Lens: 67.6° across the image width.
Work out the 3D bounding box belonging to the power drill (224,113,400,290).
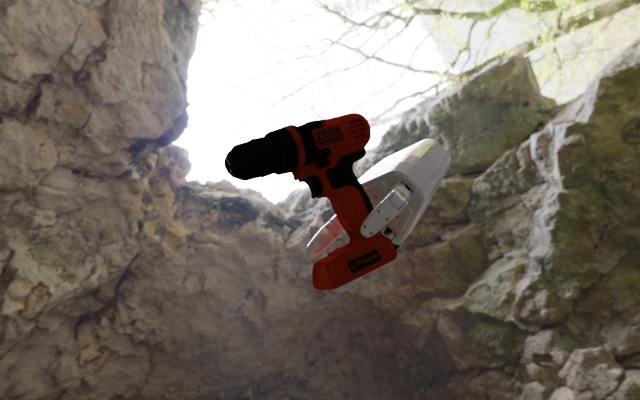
[{"bbox_3d":[0.000,0.002,0.543,0.184,0.187,0.057,-20,3,-27],"label":"power drill"}]
